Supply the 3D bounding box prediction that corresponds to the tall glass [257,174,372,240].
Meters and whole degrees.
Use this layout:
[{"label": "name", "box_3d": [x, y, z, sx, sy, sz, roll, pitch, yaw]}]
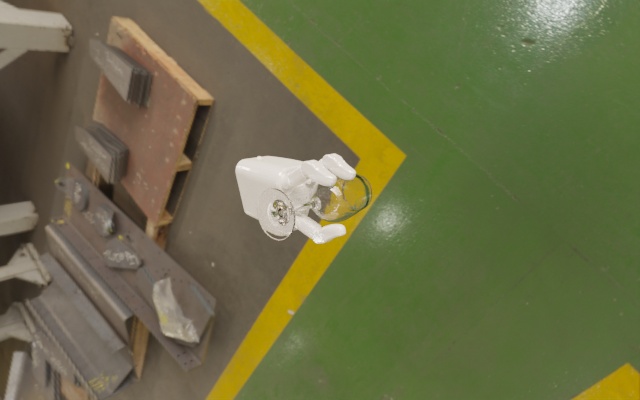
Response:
[{"label": "tall glass", "box_3d": [0.000, 0.003, 0.740, 0.079, 0.079, 0.201, 0, 10, 41]}]
